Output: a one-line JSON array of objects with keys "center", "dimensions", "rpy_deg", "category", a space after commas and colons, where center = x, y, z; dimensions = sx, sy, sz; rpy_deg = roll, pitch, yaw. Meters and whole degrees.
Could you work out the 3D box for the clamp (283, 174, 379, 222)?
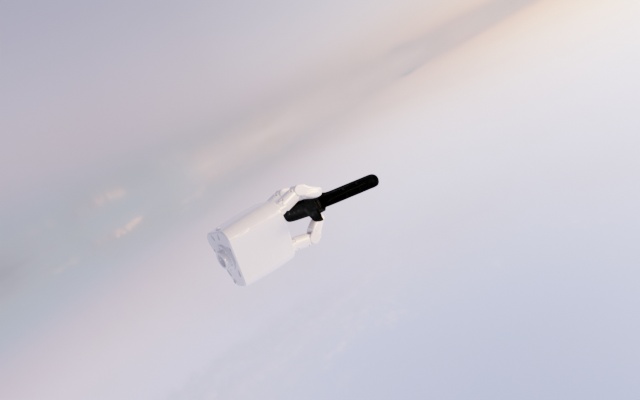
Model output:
[{"center": [0.000, 0.004, 0.887], "dimensions": [0.164, 0.036, 0.210], "rpy_deg": [-28, 9, -32], "category": "clamp"}]
